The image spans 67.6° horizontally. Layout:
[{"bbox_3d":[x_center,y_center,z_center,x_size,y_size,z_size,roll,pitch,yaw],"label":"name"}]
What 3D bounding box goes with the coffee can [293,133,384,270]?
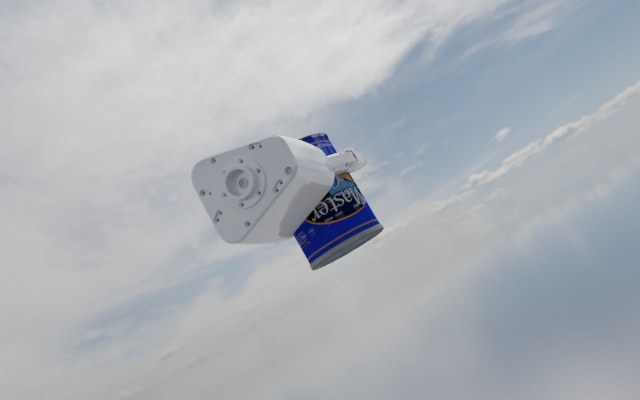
[{"bbox_3d":[0.000,0.002,0.602,0.103,0.140,0.103,-29,-11,-6],"label":"coffee can"}]
